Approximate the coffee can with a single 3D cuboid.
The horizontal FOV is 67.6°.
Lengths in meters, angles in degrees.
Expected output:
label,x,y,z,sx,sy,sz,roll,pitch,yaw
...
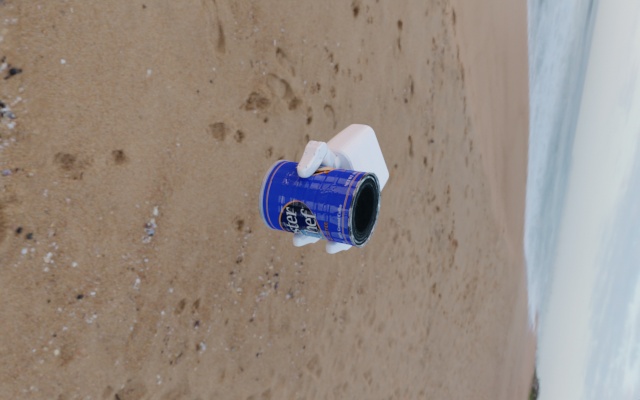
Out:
label,x,y,z,sx,sy,sz,roll,pitch,yaw
coffee can,0.000,0.002,0.666,0.140,0.103,0.103,10,4,27
